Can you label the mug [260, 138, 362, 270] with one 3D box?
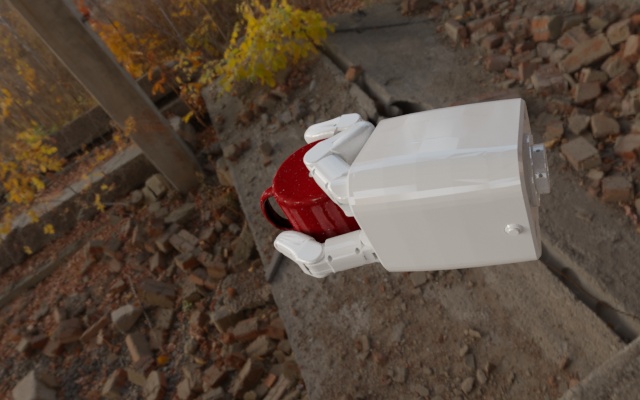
[{"bbox_3d":[-0.001,0.001,0.422,0.117,0.093,0.081,-7,-45,27],"label":"mug"}]
